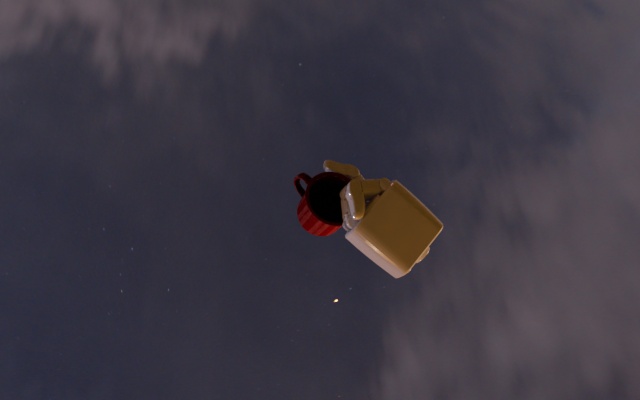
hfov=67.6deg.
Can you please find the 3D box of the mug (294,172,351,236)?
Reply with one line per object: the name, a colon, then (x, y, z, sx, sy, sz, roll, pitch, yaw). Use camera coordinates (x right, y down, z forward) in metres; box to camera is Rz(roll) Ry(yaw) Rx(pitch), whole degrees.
mug: (-0.001, 0.002, 0.791, 0.093, 0.117, 0.081, -47, -1, -27)
